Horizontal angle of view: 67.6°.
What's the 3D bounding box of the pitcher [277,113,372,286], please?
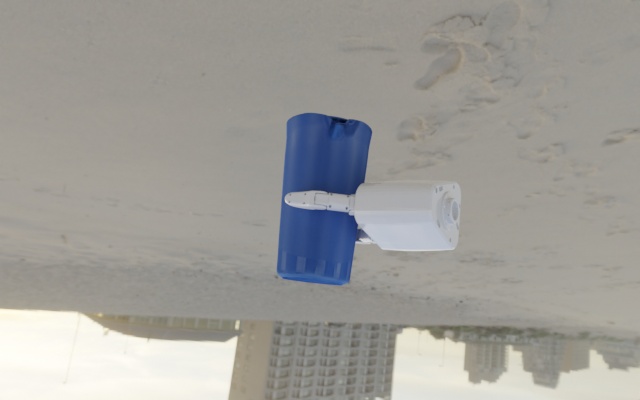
[{"bbox_3d":[0.000,0.002,0.727,0.145,0.242,0.149,-1,-14,34],"label":"pitcher"}]
